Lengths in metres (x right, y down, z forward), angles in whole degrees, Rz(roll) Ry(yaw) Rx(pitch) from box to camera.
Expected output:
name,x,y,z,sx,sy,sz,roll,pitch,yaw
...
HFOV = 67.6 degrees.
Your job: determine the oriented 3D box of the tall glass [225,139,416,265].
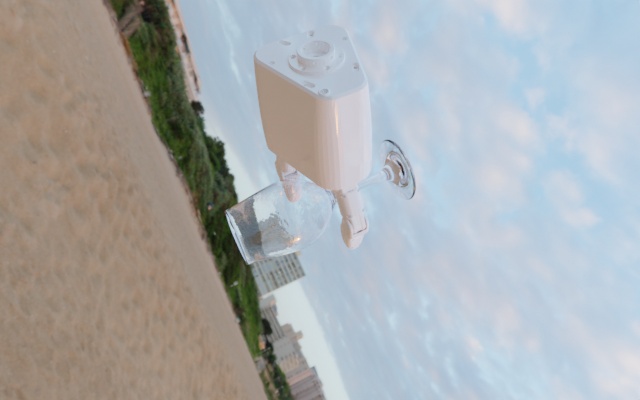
name,x,y,z,sx,sy,sz,roll,pitch,yaw
tall glass,0.001,0.002,0.525,0.201,0.079,0.079,-23,6,-14
